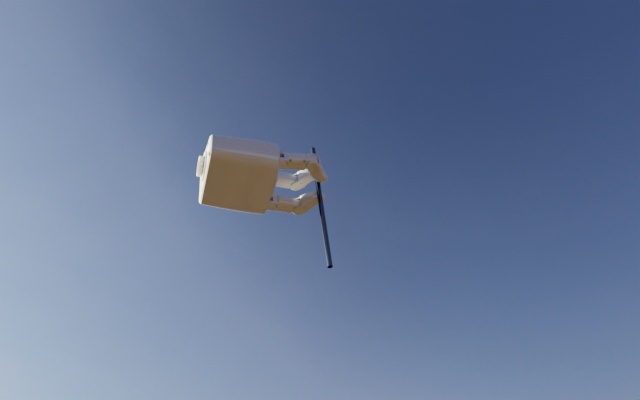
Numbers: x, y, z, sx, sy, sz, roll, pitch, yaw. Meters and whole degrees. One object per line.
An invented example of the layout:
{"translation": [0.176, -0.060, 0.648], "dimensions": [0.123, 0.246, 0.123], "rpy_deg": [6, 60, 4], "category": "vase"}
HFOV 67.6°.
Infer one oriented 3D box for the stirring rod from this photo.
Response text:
{"translation": [0.000, 0.003, 0.758], "dimensions": [0.011, 0.239, 0.011], "rpy_deg": [-5, -39, -4], "category": "stirring rod"}
